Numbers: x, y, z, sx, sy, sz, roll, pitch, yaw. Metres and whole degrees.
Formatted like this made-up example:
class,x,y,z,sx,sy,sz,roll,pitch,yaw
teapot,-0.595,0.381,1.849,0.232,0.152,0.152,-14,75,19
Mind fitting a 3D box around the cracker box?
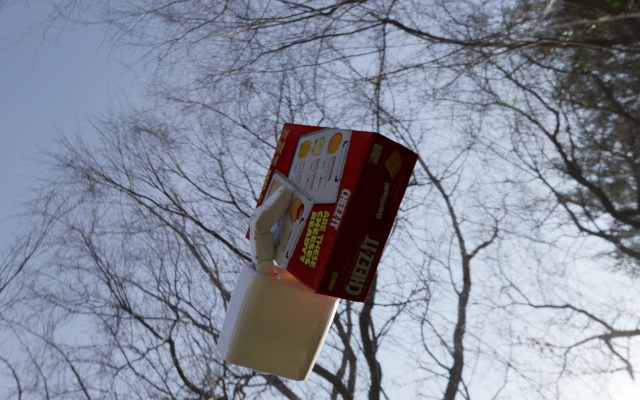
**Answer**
class,x,y,z,sx,sy,sz,roll,pitch,yaw
cracker box,0.000,0.002,0.552,0.072,0.164,0.213,19,1,-30
